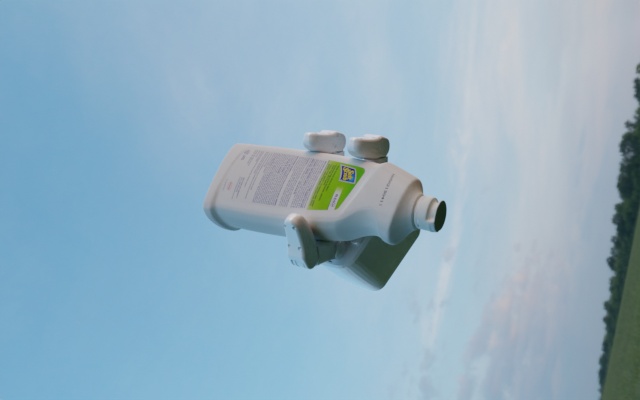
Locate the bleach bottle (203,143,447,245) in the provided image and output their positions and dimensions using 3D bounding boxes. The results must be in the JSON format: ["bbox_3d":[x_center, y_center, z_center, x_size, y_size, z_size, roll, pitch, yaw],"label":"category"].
[{"bbox_3d":[0.000,0.001,0.486,0.251,0.102,0.068,11,-19,33],"label":"bleach bottle"}]
